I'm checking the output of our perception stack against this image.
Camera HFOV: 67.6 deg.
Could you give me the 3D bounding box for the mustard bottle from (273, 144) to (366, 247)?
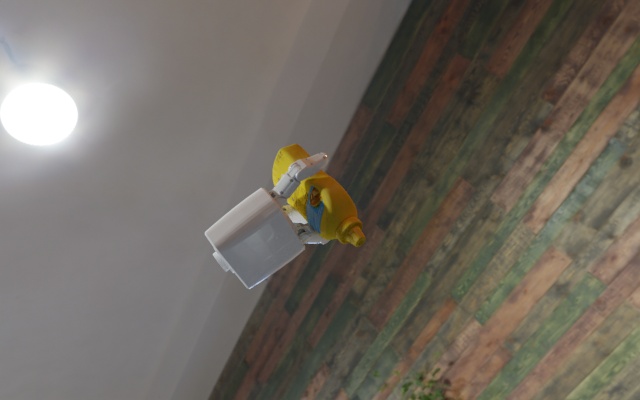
[{"bbox_3d":[0.000,0.002,0.715,0.058,0.096,0.191,-22,49,-29],"label":"mustard bottle"}]
